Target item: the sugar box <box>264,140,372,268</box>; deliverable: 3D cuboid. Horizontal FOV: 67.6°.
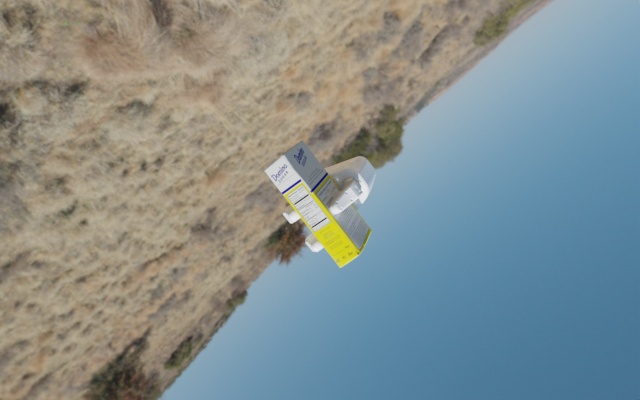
[{"bbox_3d":[0.000,0.003,0.694,0.048,0.176,0.093,-37,5,24],"label":"sugar box"}]
